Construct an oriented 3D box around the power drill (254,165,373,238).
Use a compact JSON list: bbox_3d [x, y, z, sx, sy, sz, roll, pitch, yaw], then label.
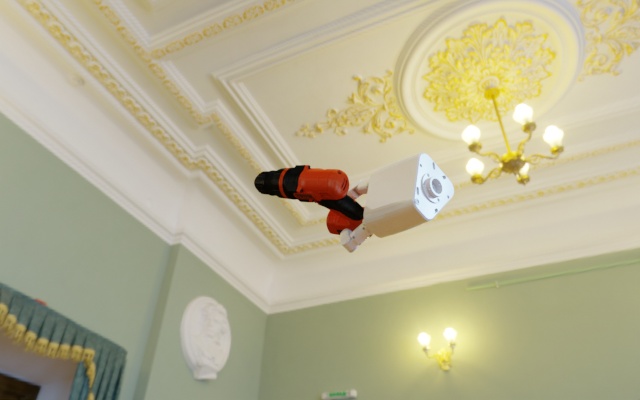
[{"bbox_3d":[0.001,0.003,0.817,0.184,0.057,0.188,5,-21,39],"label":"power drill"}]
